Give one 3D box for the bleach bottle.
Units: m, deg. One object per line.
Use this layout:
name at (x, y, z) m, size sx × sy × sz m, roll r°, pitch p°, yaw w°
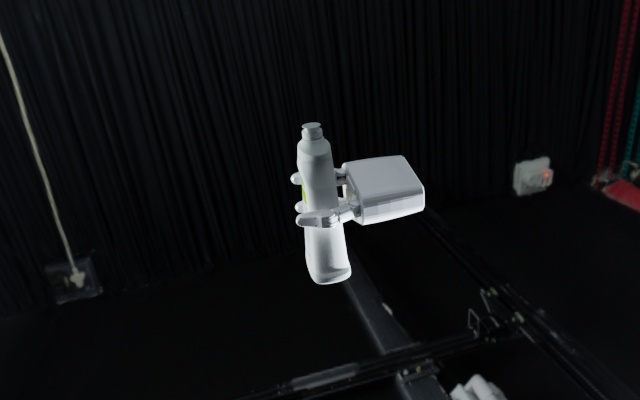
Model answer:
bleach bottle at (0.000, 0.003, 0.767) m, size 0.068 × 0.251 × 0.102 m, roll -11°, pitch 26°, yaw -9°
